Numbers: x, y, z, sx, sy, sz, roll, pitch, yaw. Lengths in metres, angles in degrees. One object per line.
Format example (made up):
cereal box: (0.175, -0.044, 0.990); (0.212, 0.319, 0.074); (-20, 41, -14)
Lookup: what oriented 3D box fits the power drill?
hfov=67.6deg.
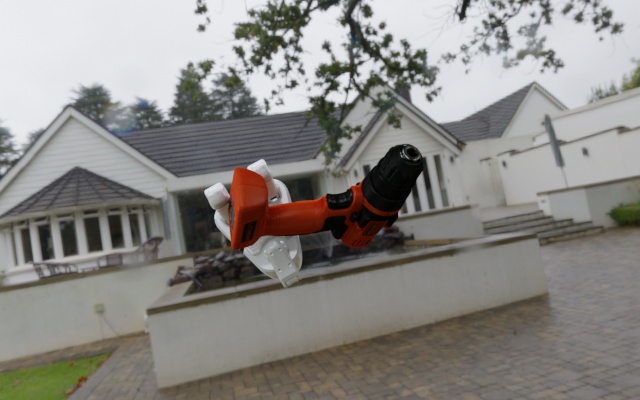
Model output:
power drill: (0.000, 0.002, 0.512); (0.187, 0.057, 0.184); (0, -32, -17)
